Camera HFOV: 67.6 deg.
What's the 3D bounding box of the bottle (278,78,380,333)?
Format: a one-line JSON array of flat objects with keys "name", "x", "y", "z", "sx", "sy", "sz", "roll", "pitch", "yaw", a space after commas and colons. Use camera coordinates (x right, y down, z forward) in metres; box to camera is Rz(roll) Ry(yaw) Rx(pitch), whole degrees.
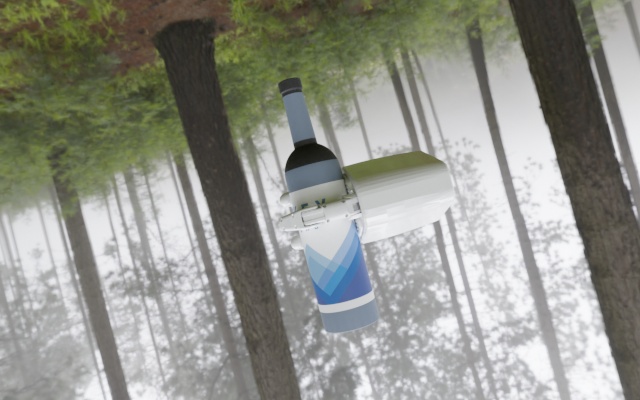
[{"name": "bottle", "x": 0.000, "y": 0.002, "z": 0.561, "sx": 0.069, "sy": 0.295, "sz": 0.069, "roll": -15, "pitch": -1, "yaw": 0}]
